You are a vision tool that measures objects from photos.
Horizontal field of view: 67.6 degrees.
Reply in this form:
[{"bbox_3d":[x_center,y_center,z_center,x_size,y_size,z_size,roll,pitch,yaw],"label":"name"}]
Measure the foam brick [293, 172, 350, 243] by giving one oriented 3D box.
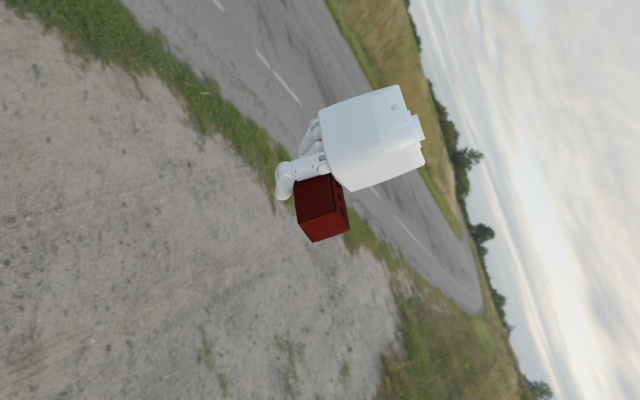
[{"bbox_3d":[0.000,0.002,0.591,0.051,0.078,0.053,-18,-35,13],"label":"foam brick"}]
